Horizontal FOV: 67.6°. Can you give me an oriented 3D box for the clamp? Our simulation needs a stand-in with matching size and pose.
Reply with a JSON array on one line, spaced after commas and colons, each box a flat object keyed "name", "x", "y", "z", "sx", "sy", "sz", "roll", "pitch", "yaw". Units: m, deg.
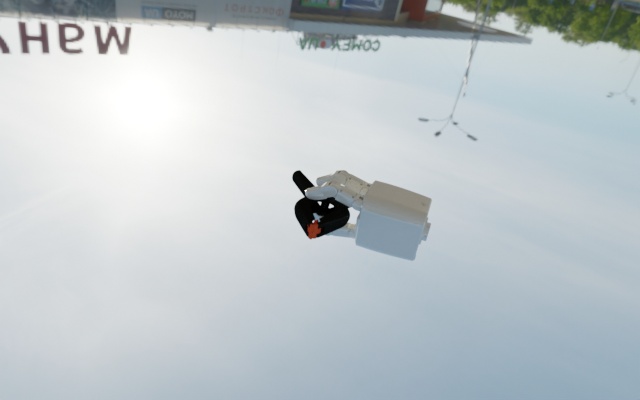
[{"name": "clamp", "x": 0.000, "y": 0.004, "z": 0.835, "sx": 0.164, "sy": 0.036, "sz": 0.210, "roll": 15, "pitch": 27, "yaw": 13}]
